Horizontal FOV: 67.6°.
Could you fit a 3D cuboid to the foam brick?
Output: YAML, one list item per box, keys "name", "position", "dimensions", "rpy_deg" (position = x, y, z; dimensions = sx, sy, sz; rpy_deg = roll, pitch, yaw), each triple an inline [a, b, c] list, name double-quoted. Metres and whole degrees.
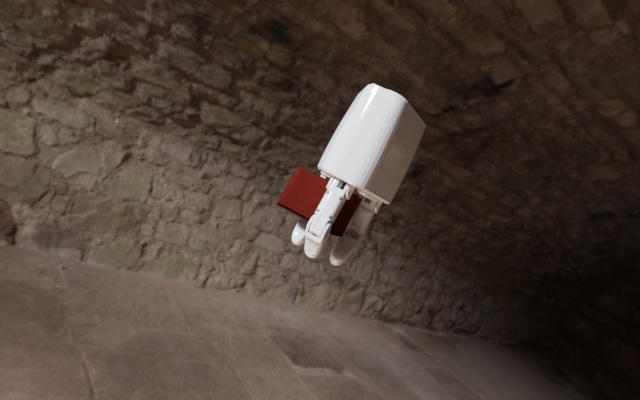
- name: "foam brick"
  position: [0.000, 0.002, 0.551]
  dimensions: [0.078, 0.051, 0.053]
  rpy_deg: [27, 0, 11]
